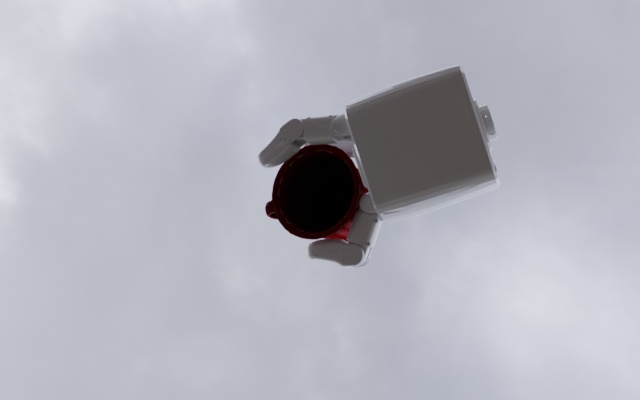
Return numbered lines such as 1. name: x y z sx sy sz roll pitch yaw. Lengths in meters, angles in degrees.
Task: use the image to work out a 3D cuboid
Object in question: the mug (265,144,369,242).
1. mug: -0.001 0.002 0.491 0.117 0.093 0.081 -17 -18 22
